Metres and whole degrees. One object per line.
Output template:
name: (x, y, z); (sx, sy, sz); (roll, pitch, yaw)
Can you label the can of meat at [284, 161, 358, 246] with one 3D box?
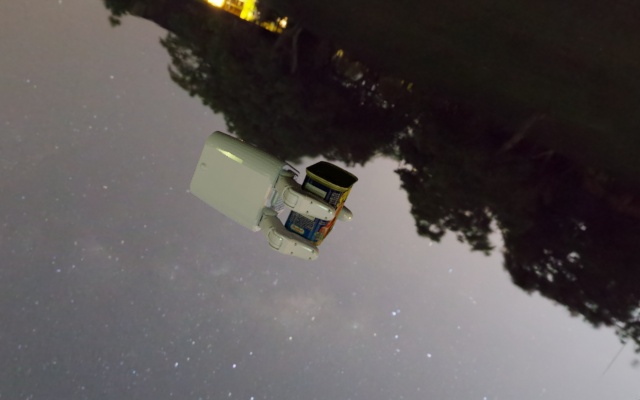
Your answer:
can of meat: (0.000, 0.002, 0.613); (0.057, 0.084, 0.102); (27, 16, 8)
